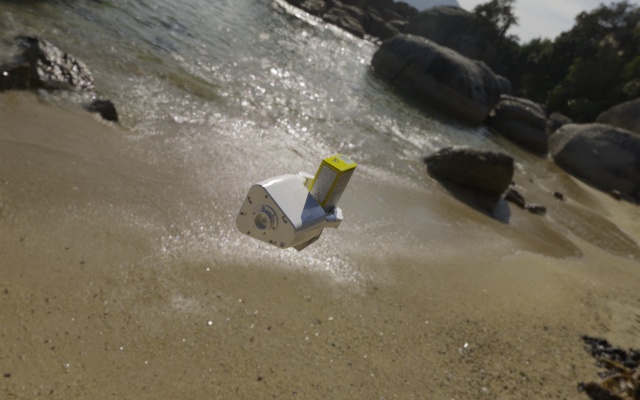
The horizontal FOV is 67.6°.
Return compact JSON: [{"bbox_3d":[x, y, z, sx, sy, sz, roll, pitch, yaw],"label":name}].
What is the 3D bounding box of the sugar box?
[{"bbox_3d":[0.000,0.003,0.882,0.048,0.176,0.093,35,23,14],"label":"sugar box"}]
